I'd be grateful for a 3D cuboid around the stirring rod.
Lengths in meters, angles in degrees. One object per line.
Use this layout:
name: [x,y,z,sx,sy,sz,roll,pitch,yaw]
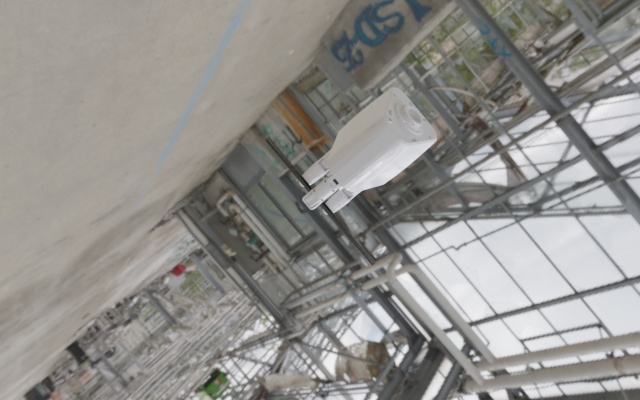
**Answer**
stirring rod: [0.000,0.002,0.700,0.011,0.239,0.011,-40,2,2]
